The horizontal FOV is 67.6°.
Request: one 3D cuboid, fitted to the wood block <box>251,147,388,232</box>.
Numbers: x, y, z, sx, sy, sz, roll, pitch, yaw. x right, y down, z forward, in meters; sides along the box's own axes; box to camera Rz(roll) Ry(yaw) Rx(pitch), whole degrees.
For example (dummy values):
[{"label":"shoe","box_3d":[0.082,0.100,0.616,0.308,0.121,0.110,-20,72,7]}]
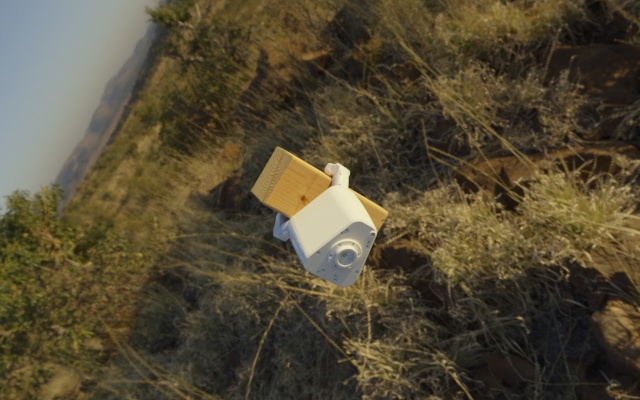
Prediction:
[{"label":"wood block","box_3d":[0.000,0.002,0.816,0.206,0.091,0.090,30,3,-27]}]
